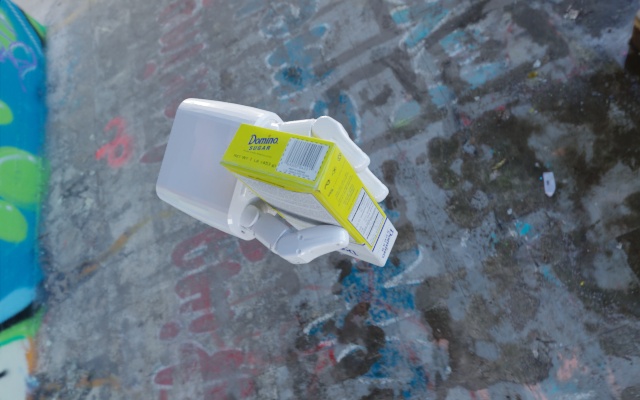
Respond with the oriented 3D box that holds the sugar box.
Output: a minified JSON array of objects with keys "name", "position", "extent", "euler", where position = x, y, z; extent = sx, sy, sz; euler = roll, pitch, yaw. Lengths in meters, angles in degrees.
[{"name":"sugar box","position":[0.000,0.001,0.424],"extent":[0.093,0.048,0.176],"euler":[17,-14,30]}]
